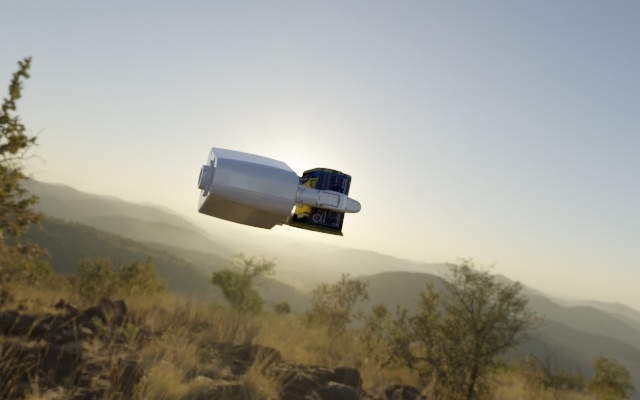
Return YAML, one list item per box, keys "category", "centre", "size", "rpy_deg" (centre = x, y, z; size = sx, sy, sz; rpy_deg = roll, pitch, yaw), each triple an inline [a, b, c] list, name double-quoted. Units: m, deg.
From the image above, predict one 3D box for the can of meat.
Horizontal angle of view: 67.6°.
- category: "can of meat"
  centre: [0.000, 0.002, 0.660]
  size: [0.057, 0.084, 0.102]
  rpy_deg: [13, -5, -19]
